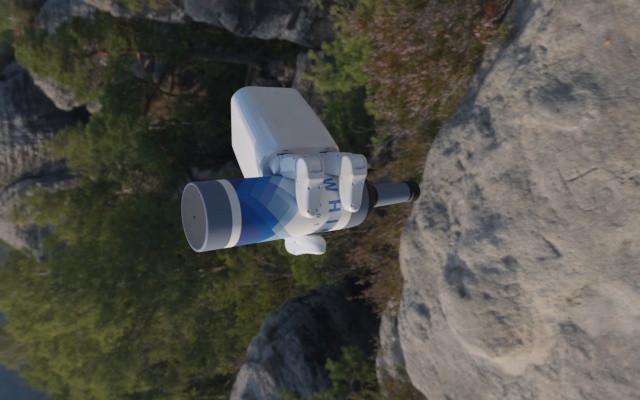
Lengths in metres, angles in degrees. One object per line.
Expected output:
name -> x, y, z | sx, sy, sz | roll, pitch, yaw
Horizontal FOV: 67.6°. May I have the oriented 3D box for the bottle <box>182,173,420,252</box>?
bottle -> 0.000, 0.002, 0.533 | 0.295, 0.069, 0.069 | -7, 4, -35
